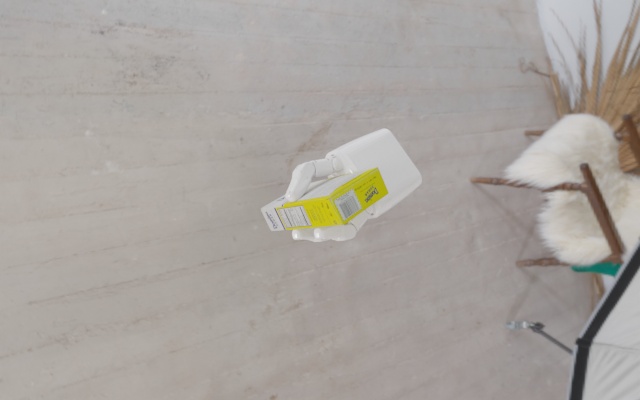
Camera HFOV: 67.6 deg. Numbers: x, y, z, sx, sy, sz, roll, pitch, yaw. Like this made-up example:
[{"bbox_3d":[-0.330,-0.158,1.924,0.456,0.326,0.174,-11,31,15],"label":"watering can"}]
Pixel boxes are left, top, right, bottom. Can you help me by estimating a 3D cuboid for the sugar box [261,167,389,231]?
[{"bbox_3d":[0.001,0.003,0.667,0.093,0.048,0.176,-31,10,-33],"label":"sugar box"}]
